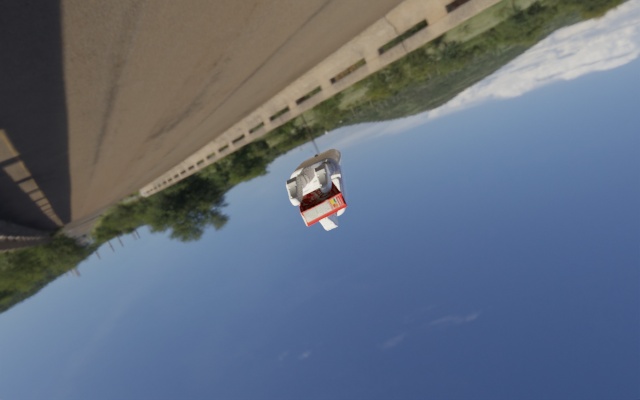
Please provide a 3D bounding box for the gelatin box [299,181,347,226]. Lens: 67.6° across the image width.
[{"bbox_3d":[0.000,0.003,0.803,0.073,0.030,0.089,-26,18,0],"label":"gelatin box"}]
